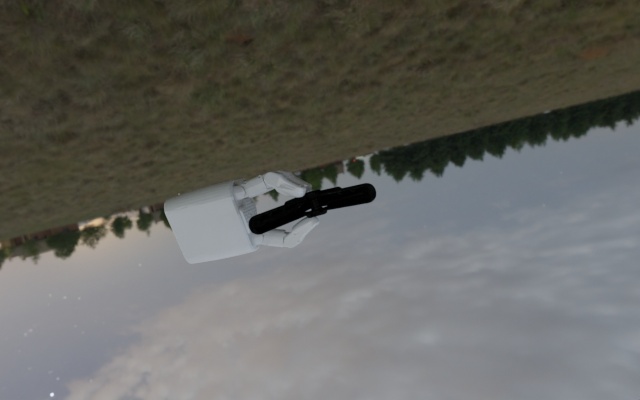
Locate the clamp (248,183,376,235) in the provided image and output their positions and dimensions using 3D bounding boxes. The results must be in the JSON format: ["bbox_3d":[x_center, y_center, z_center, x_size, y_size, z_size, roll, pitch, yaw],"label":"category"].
[{"bbox_3d":[0.000,0.003,0.681,0.164,0.036,0.210,-15,4,9],"label":"clamp"}]
